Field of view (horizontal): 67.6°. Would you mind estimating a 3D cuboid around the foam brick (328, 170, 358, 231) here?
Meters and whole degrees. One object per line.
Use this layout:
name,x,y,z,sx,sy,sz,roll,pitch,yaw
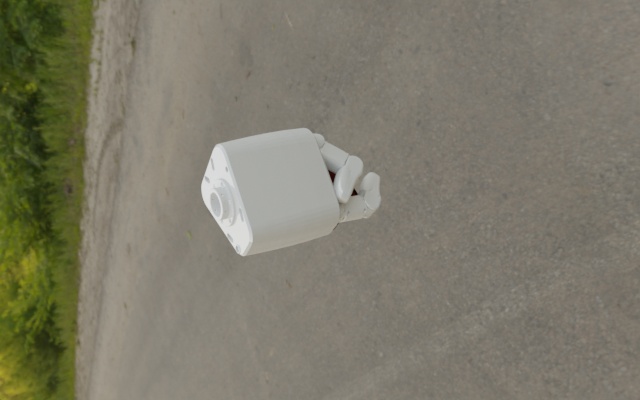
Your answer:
foam brick,0.000,0.002,0.577,0.051,0.053,0.078,-15,-25,-34
